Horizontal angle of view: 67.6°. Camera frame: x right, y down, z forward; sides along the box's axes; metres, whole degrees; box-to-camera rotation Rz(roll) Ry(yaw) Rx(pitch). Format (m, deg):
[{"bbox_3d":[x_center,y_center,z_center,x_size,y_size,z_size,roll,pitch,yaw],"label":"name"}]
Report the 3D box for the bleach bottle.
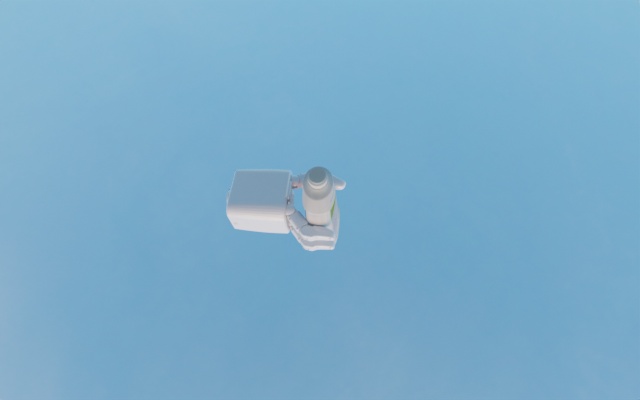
[{"bbox_3d":[0.000,0.003,0.858,0.068,0.102,0.251,2,-23,3],"label":"bleach bottle"}]
